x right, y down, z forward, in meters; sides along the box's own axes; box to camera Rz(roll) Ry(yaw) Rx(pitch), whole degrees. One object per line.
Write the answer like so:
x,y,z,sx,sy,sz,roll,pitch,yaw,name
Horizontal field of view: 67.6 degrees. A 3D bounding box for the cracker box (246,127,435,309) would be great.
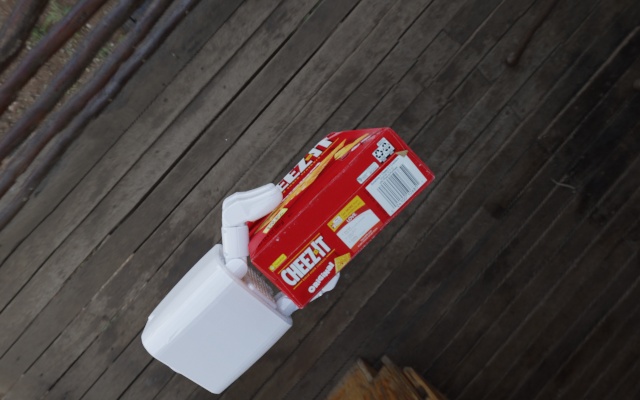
0.000,0.002,0.499,0.164,0.072,0.213,-44,13,-3,cracker box
